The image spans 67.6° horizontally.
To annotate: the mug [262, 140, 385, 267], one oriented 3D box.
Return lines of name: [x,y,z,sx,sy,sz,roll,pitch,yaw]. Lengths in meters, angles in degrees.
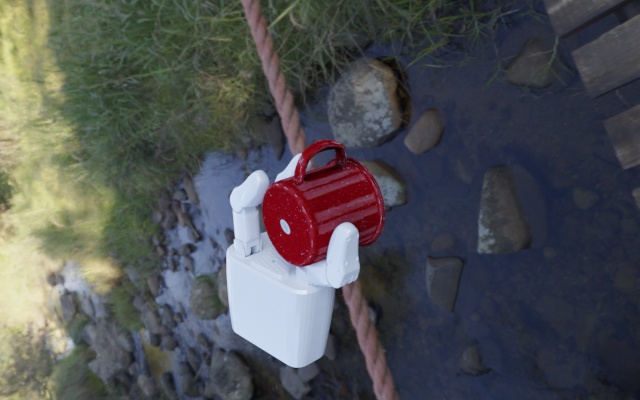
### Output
mug: [0.000,0.000,0.442,0.081,0.117,0.093,-19,35,-36]
